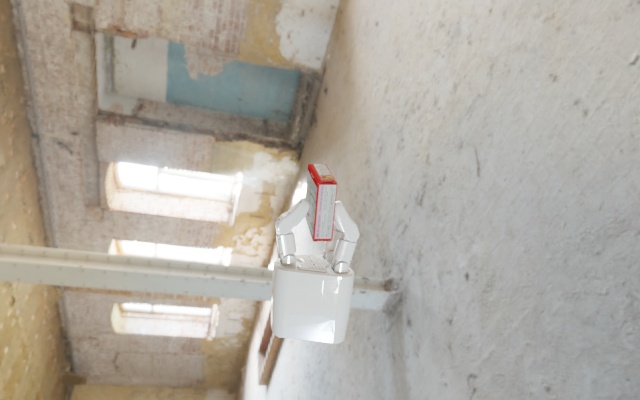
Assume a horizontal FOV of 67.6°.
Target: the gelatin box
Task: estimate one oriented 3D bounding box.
[{"bbox_3d":[0.000,0.002,0.665,0.030,0.089,0.073,-1,24,-11],"label":"gelatin box"}]
